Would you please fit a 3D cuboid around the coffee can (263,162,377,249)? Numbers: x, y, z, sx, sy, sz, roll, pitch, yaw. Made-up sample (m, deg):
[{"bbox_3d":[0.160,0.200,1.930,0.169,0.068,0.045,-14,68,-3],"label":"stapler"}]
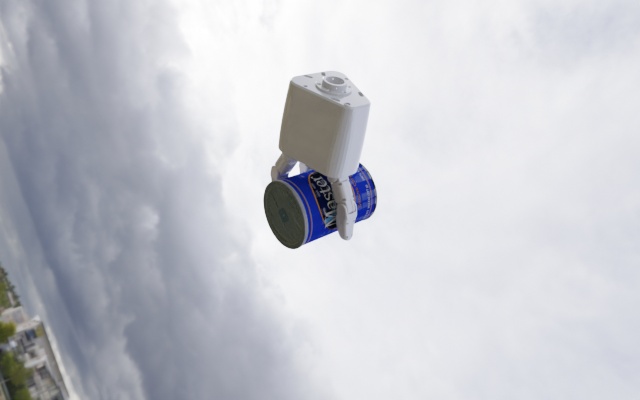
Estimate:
[{"bbox_3d":[0.000,0.003,0.718,0.140,0.103,0.103,-20,12,-35],"label":"coffee can"}]
